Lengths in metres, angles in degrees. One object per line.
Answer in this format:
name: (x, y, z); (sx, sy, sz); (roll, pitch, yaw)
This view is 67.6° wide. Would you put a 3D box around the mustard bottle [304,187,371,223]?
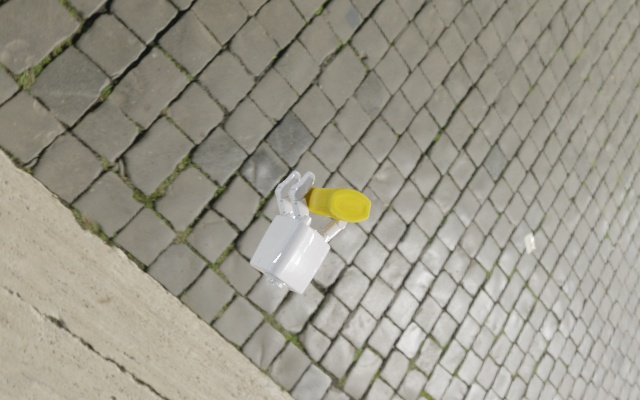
mustard bottle: (0.000, 0.003, 0.895); (0.096, 0.058, 0.191); (11, -3, -34)
